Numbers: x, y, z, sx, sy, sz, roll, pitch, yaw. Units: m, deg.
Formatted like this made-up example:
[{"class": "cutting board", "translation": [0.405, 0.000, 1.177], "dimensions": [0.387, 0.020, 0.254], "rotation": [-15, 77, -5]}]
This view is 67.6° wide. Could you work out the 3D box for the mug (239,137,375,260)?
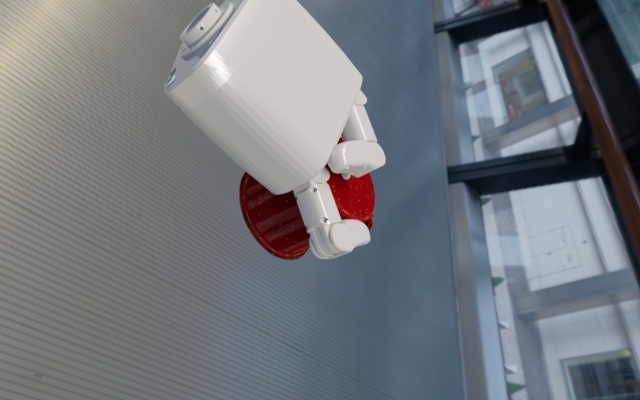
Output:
[{"class": "mug", "translation": [0.001, 0.002, 0.414], "dimensions": [0.081, 0.093, 0.117], "rotation": [-25, -51, 33]}]
